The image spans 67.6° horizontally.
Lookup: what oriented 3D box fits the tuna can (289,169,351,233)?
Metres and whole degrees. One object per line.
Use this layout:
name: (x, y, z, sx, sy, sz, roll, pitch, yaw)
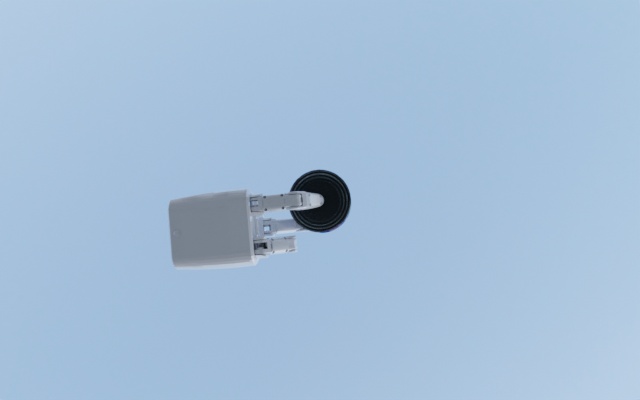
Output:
tuna can: (0.000, 0.002, 0.660, 0.086, 0.086, 0.034, 0, -7, 6)
